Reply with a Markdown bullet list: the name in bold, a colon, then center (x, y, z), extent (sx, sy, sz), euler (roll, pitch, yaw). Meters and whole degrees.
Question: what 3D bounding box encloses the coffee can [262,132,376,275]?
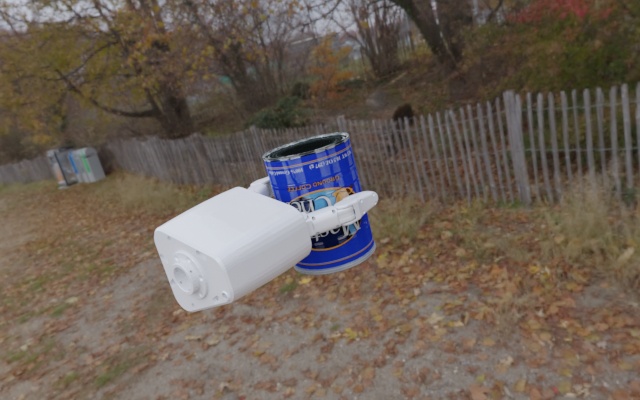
- **coffee can**: center (0.000, 0.002, 0.561), extent (0.103, 0.140, 0.102), euler (-14, 15, 4)
